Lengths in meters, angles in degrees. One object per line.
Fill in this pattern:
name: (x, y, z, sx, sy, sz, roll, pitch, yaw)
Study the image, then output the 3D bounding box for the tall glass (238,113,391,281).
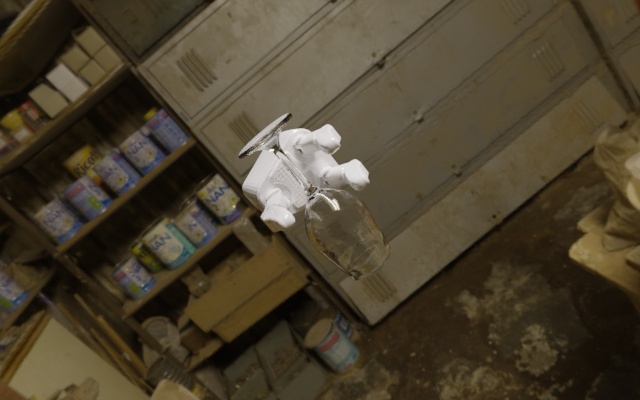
tall glass: (0.000, 0.001, 0.546, 0.079, 0.201, 0.079, -35, 19, 14)
